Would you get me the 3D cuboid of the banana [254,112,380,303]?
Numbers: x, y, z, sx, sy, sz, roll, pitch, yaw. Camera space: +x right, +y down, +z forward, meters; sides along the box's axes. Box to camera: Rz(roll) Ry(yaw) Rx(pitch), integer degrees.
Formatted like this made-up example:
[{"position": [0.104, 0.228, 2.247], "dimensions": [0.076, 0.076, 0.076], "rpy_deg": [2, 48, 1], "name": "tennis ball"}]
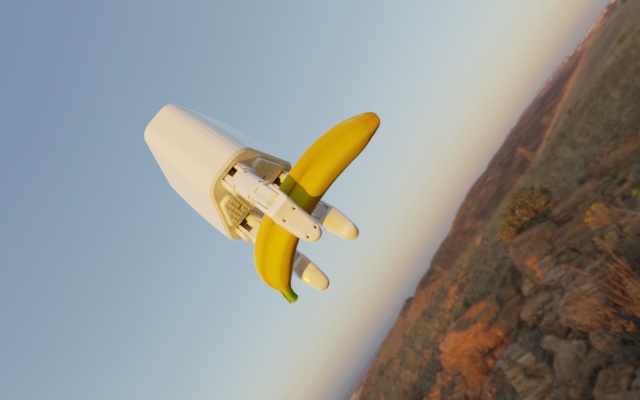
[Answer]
[{"position": [-0.012, 0.002, 0.431], "dimensions": [0.037, 0.198, 0.069], "rpy_deg": [34, 12, 35], "name": "banana"}]
